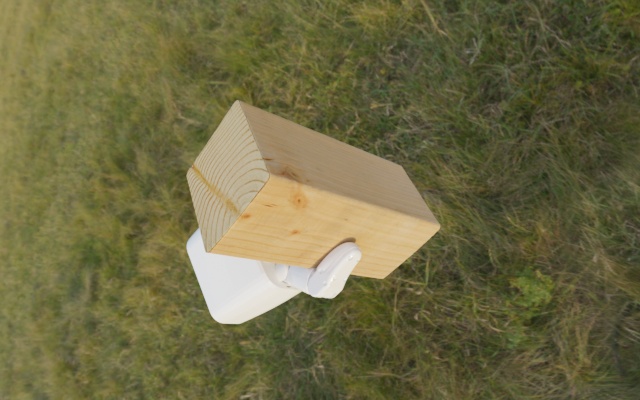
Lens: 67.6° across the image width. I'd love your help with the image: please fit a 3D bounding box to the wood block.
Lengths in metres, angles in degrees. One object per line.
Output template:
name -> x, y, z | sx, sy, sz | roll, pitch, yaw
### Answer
wood block -> 0.000, 0.002, 0.432 | 0.206, 0.090, 0.090 | 15, -52, -41
